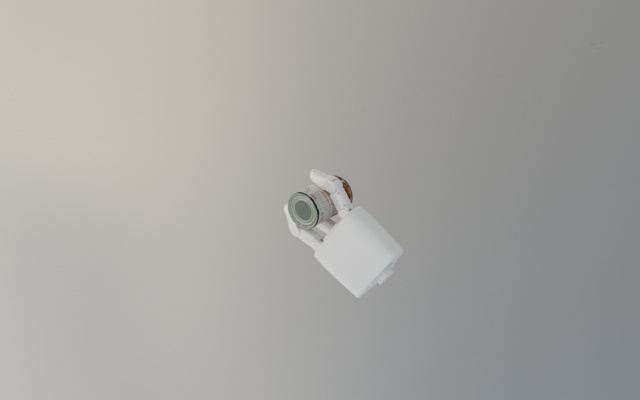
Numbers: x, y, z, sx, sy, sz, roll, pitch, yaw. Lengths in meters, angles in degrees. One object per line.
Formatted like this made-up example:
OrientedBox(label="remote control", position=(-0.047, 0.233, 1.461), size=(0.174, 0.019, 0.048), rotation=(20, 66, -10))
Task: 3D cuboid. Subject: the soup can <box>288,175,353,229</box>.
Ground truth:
OrientedBox(label="soup can", position=(0.000, 0.002, 0.832), size=(0.068, 0.068, 0.102), rotation=(0, 18, 40))
